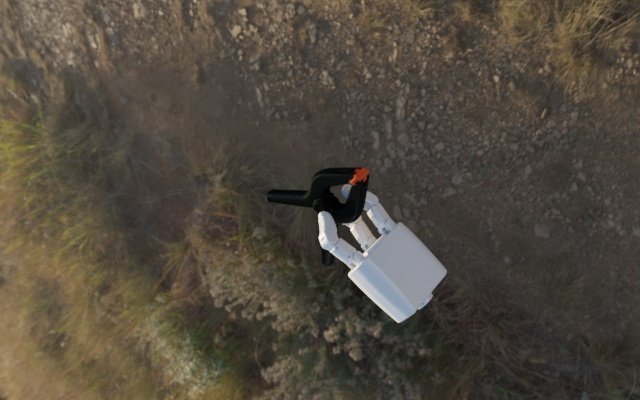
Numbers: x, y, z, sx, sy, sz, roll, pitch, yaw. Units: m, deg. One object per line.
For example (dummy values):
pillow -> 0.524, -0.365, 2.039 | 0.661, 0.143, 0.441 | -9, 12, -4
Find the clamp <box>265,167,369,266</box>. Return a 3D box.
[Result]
clamp -> 0.000, 0.003, 0.759 | 0.036, 0.164, 0.210 | -42, -7, -43
